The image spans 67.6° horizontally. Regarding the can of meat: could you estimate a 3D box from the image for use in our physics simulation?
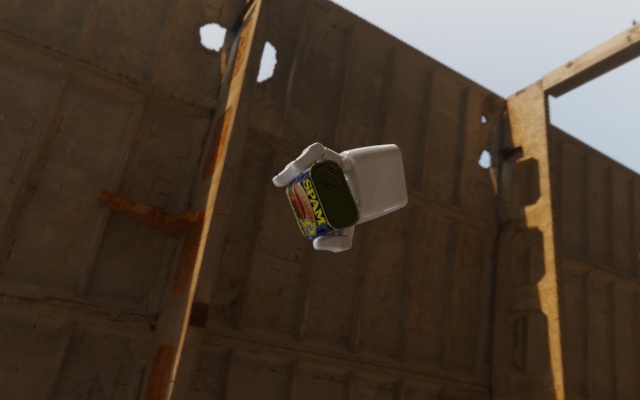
[{"bbox_3d":[0.000,0.003,0.710,0.057,0.102,0.084,-17,-7,-35],"label":"can of meat"}]
